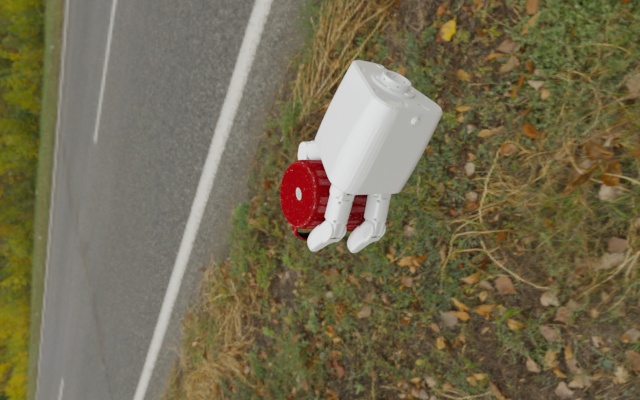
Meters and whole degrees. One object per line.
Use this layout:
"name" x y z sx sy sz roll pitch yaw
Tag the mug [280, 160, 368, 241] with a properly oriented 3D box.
"mug" -0.001 0.003 0.583 0.081 0.117 0.093 0 39 -36
